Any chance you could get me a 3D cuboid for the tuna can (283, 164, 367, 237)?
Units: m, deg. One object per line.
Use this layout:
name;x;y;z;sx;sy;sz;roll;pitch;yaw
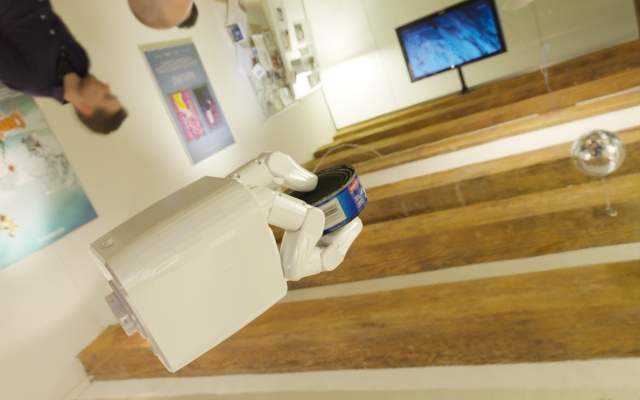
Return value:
tuna can;0.000;0.002;0.451;0.086;0.034;0.086;-24;19;9
